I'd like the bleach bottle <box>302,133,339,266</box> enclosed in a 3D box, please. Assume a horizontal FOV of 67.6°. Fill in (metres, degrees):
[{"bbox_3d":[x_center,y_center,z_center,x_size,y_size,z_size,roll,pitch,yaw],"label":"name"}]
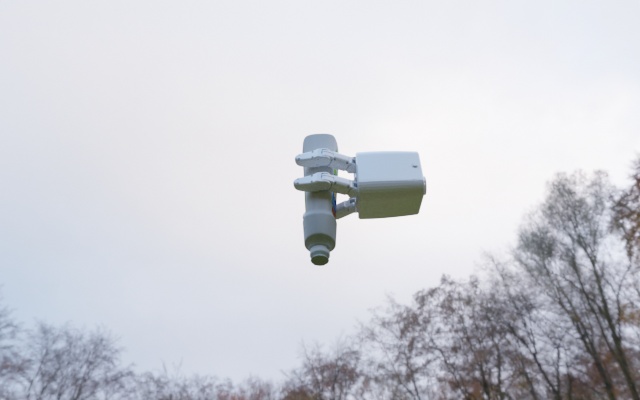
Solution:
[{"bbox_3d":[0.000,0.003,0.808,0.068,0.250,0.103,-3,-41,3],"label":"bleach bottle"}]
